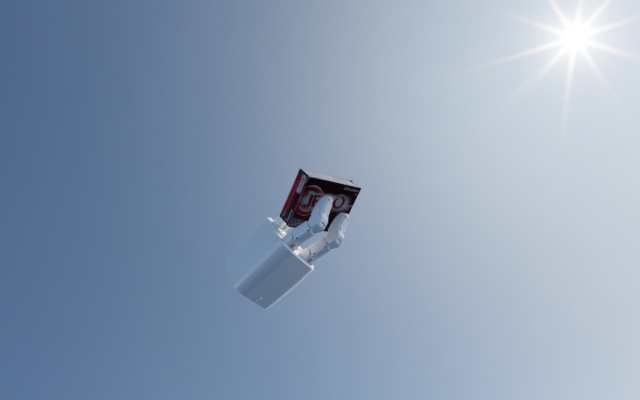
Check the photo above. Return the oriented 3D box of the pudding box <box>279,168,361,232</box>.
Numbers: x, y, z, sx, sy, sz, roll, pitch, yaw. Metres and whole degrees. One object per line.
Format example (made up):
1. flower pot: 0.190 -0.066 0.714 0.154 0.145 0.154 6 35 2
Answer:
1. pudding box: 0.000 0.003 0.779 0.113 0.090 0.039 9 25 -40
